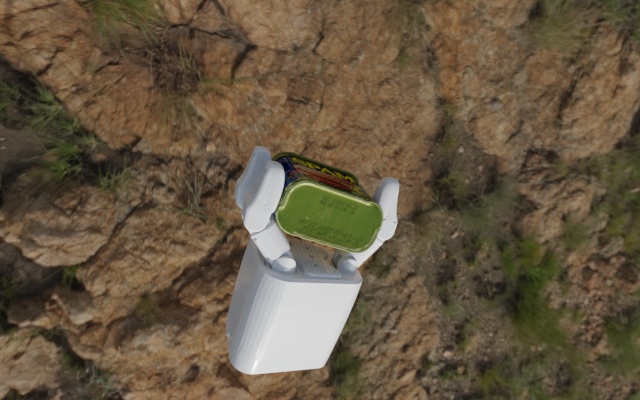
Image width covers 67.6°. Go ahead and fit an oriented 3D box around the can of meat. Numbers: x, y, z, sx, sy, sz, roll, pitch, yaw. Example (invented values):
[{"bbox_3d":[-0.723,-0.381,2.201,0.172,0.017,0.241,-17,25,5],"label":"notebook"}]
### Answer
[{"bbox_3d":[0.000,0.002,0.447,0.102,0.057,0.084,18,15,-20],"label":"can of meat"}]
